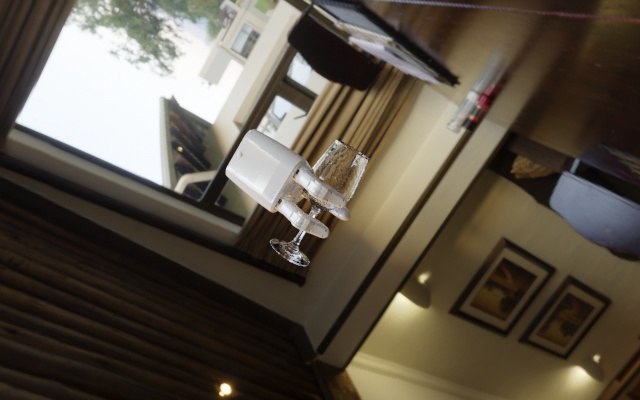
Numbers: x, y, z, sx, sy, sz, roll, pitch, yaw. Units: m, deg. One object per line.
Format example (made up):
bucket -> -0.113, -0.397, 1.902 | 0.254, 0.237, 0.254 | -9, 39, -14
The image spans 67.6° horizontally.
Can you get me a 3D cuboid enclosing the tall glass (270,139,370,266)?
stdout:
tall glass -> 0.000, 0.003, 0.768 | 0.079, 0.201, 0.079 | 31, 11, -6
